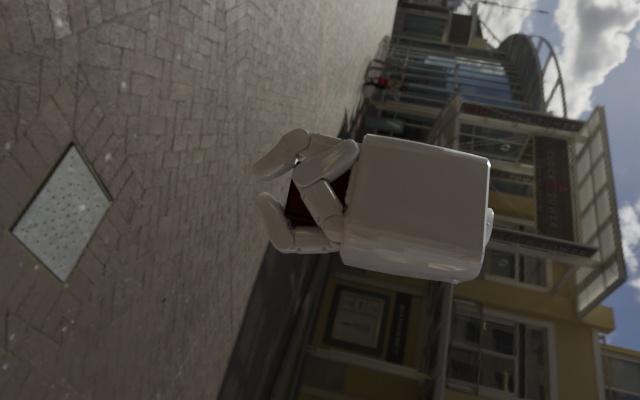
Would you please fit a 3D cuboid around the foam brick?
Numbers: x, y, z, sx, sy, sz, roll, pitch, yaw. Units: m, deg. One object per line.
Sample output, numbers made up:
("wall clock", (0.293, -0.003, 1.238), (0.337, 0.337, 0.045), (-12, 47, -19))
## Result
("foam brick", (0.000, 0.001, 0.454), (0.051, 0.053, 0.078), (10, -12, 6))
